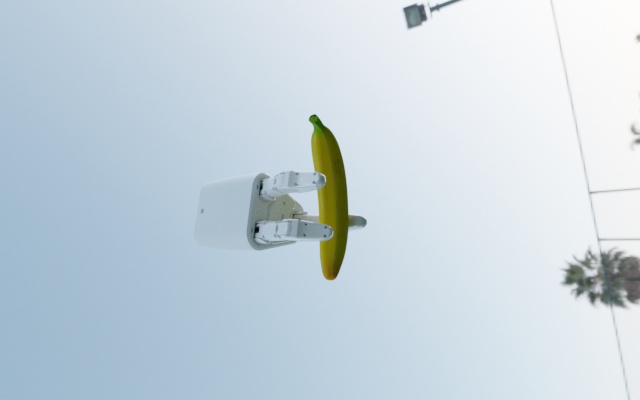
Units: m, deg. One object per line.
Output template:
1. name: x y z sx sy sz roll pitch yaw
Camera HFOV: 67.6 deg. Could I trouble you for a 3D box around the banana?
1. banana: 0.009 -0.005 0.586 0.037 0.198 0.069 -3 9 30
